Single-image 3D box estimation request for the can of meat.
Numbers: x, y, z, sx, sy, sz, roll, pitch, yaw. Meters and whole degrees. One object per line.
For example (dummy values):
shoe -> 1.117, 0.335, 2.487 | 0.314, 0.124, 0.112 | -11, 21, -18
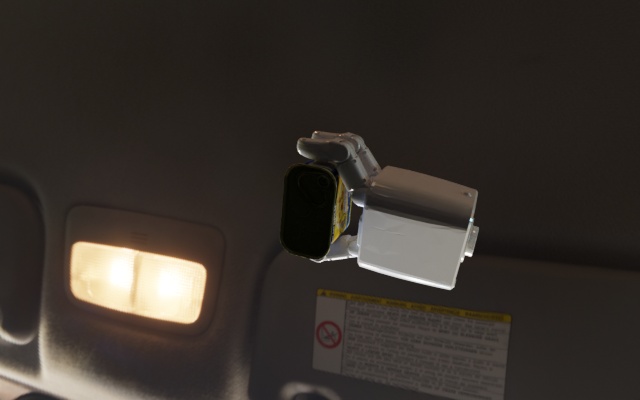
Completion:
can of meat -> 0.000, 0.002, 0.531 | 0.057, 0.102, 0.084 | 12, 20, 18
